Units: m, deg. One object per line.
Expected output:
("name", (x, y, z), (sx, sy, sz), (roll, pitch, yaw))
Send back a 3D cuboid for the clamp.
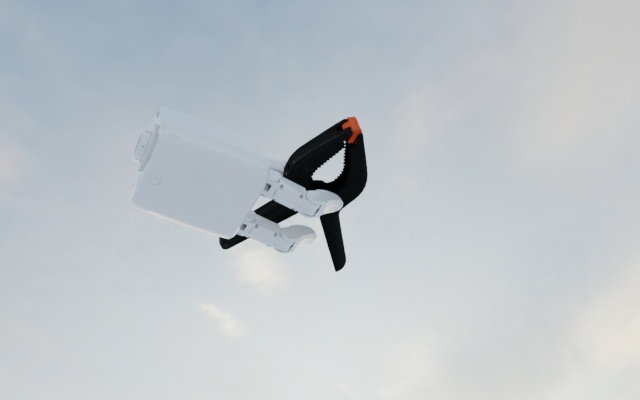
("clamp", (0.000, 0.001, 0.546), (0.164, 0.210, 0.036), (20, 32, -27))
